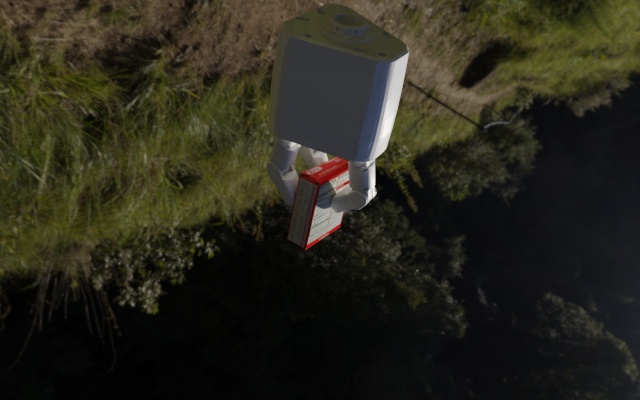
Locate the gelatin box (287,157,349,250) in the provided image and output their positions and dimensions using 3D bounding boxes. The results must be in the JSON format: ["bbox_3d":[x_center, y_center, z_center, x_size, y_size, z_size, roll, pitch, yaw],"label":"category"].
[{"bbox_3d":[0.000,0.002,0.541,0.030,0.089,0.073,27,33,25],"label":"gelatin box"}]
